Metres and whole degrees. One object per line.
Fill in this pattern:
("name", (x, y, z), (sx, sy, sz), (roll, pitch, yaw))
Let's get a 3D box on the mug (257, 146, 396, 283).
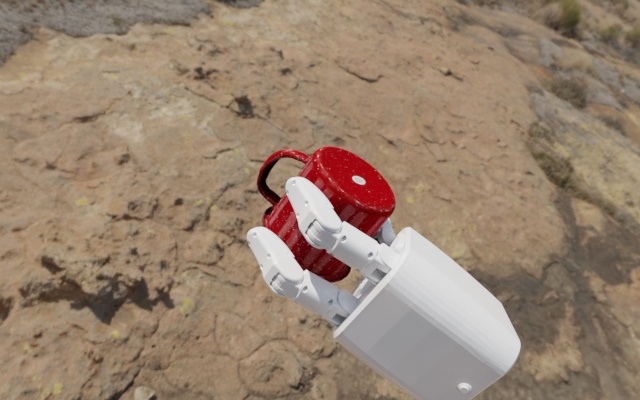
("mug", (-0.001, 0.000, 0.407), (0.117, 0.081, 0.093), (37, 29, 1))
